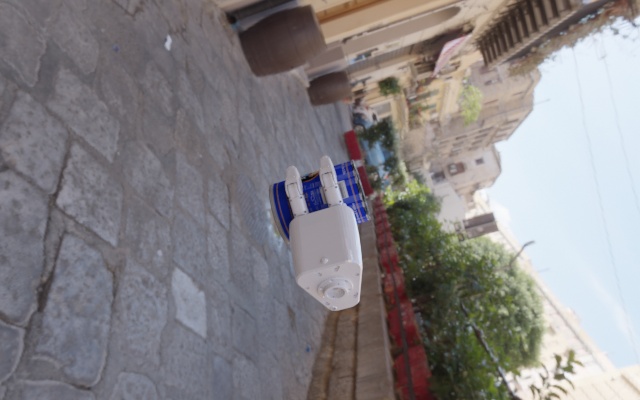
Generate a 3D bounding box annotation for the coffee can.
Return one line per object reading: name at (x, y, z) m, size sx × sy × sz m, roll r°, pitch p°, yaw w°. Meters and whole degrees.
coffee can at (0.000, 0.002, 0.772) m, size 0.140 × 0.103 × 0.103 m, roll -16°, pitch -2°, yaw 8°
